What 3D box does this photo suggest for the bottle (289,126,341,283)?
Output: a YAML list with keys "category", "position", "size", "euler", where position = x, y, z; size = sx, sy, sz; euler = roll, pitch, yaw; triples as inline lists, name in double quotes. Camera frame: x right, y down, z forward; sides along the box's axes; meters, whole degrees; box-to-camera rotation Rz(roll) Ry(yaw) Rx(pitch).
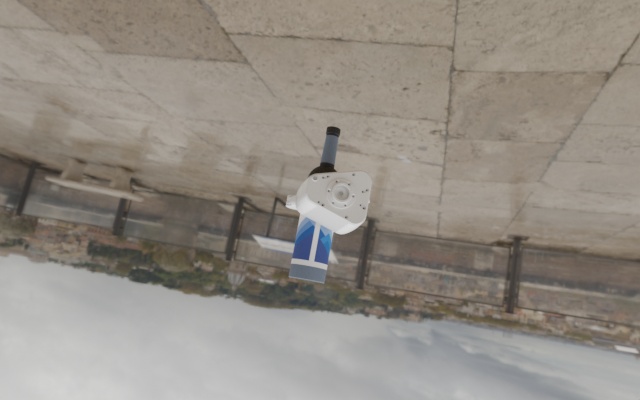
- category: "bottle"
  position: [0.000, 0.003, 0.897]
  size: [0.069, 0.295, 0.069]
  euler: [10, -11, 2]
